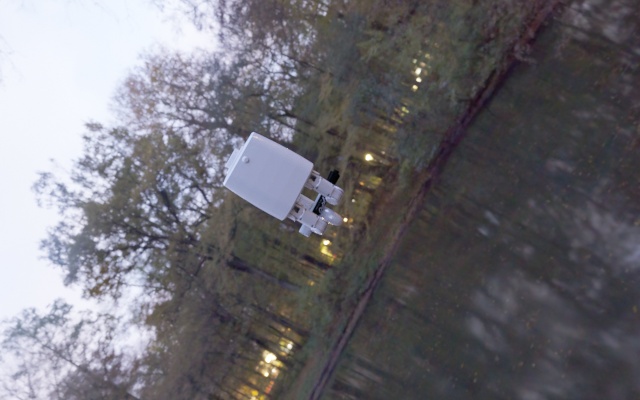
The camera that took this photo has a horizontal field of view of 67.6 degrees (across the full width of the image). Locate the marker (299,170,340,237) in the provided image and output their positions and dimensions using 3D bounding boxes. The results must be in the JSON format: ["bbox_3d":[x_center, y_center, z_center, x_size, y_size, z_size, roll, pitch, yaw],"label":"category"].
[{"bbox_3d":[0.000,0.003,0.791,0.020,0.121,0.020,26,-11,5],"label":"marker"}]
